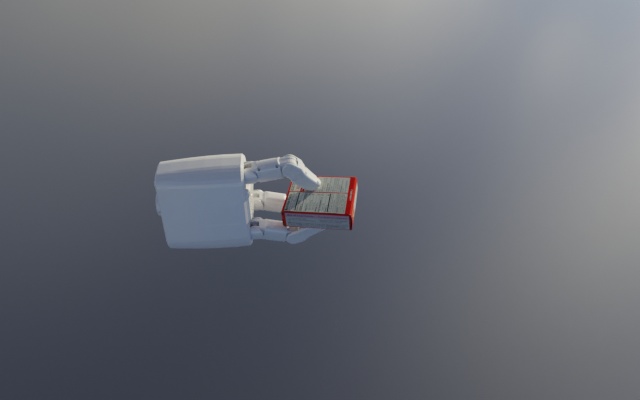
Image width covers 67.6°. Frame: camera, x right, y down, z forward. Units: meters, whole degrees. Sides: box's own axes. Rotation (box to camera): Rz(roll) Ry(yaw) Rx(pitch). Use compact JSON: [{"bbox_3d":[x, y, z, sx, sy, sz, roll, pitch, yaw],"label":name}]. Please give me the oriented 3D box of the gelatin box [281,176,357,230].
[{"bbox_3d":[0.000,0.002,0.612,0.089,0.030,0.073,2,42,10],"label":"gelatin box"}]
